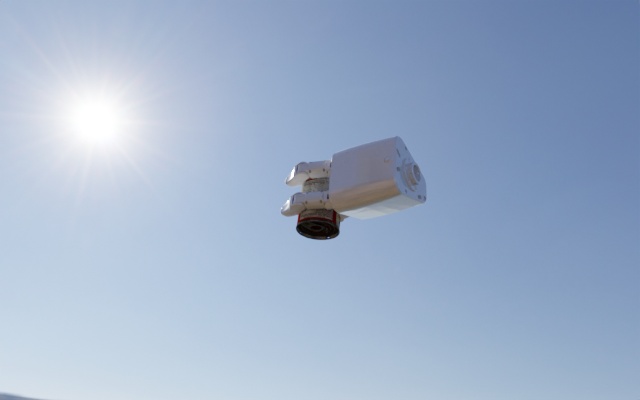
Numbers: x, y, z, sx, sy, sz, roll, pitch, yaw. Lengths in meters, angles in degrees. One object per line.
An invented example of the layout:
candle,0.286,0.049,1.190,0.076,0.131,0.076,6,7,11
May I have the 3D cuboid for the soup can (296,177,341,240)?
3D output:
soup can,0.000,0.002,0.755,0.068,0.102,0.068,4,-29,2
